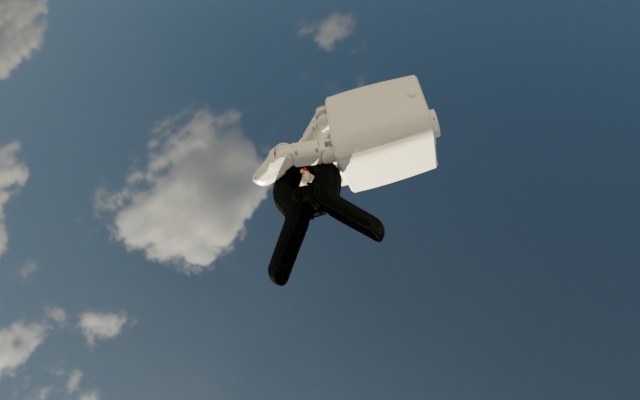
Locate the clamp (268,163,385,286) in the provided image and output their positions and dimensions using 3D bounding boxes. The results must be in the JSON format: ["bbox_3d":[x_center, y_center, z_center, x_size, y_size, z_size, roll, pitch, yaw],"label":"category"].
[{"bbox_3d":[0.000,0.002,0.503,0.120,0.171,0.039,-15,-41,10],"label":"clamp"}]
